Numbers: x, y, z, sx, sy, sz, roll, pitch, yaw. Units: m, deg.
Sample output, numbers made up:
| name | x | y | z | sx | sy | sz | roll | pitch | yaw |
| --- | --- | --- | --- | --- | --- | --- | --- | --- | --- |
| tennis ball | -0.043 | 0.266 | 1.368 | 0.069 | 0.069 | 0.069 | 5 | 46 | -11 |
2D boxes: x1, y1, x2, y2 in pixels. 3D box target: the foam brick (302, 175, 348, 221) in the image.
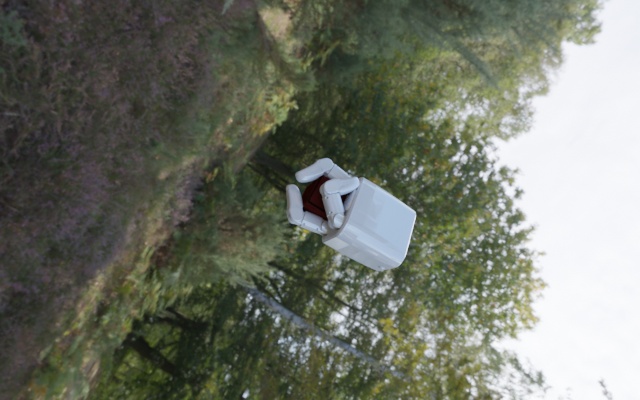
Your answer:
| name | x | y | z | sx | sy | sz | roll | pitch | yaw |
| --- | --- | --- | --- | --- | --- | --- | --- | --- | --- |
| foam brick | 0.000 | 0.002 | 0.749 | 0.051 | 0.053 | 0.078 | 30 | -20 | -10 |
